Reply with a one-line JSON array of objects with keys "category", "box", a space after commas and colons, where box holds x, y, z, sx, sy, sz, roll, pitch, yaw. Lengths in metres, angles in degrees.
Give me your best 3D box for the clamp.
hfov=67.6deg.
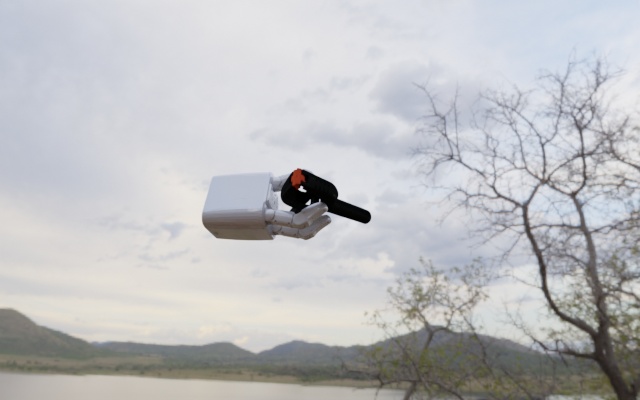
[{"category": "clamp", "box": [0.000, 0.002, 0.804, 0.164, 0.036, 0.210, -2, -23, 8]}]
